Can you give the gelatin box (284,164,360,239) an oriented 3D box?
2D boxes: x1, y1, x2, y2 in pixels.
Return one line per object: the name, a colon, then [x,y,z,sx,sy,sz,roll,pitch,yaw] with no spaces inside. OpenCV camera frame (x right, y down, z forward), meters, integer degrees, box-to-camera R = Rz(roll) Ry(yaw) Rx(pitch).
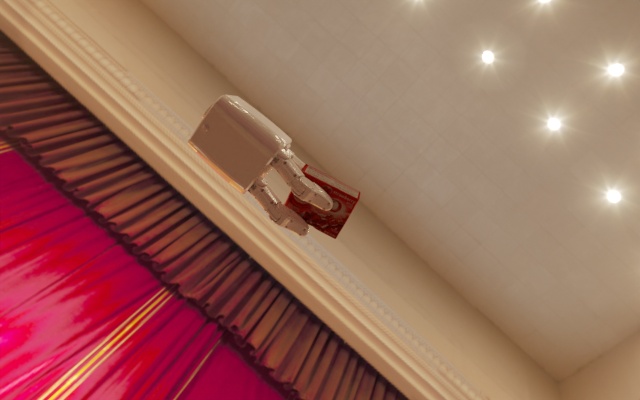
gelatin box: [0.000,0.002,0.668,0.089,0.073,0.030,27,28,-3]
